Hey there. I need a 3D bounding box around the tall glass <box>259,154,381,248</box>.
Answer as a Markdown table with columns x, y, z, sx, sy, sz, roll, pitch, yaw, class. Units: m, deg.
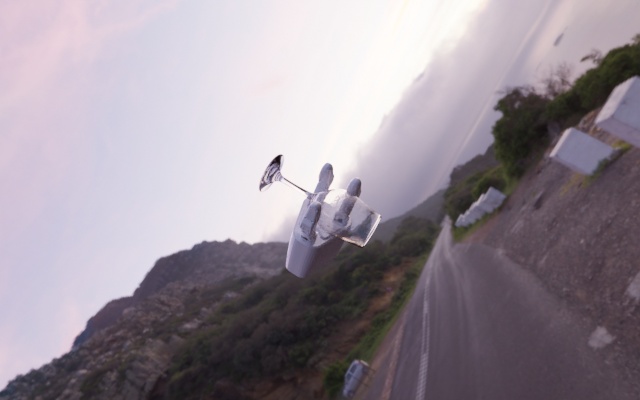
| x | y | z | sx | sy | sz | roll | pitch | yaw | class |
| --- | --- | --- | --- | --- | --- | --- | --- | --- | --- |
| 0.000 | 0.002 | 0.798 | 0.201 | 0.079 | 0.079 | 30 | 6 | 11 | tall glass |
